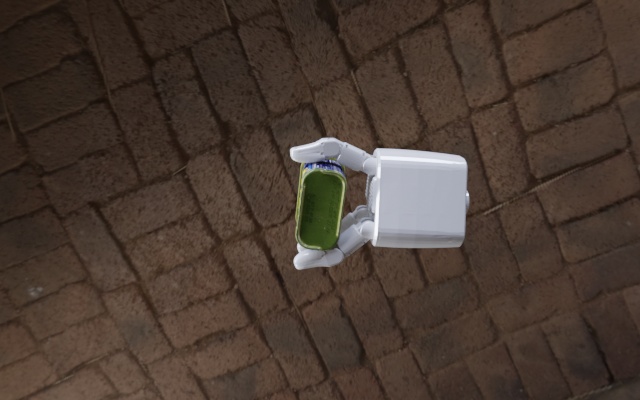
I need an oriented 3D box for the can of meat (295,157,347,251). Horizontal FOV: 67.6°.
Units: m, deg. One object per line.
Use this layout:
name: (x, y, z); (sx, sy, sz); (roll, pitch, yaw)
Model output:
can of meat: (0.000, 0.002, 0.580); (0.057, 0.102, 0.084); (6, 15, -3)
